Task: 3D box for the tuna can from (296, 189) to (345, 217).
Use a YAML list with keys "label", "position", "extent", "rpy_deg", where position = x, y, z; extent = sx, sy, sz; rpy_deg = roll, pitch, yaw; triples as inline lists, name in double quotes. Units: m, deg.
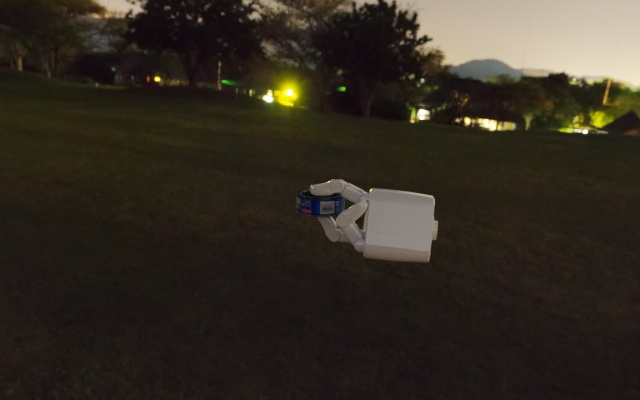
- label: "tuna can"
  position: [0.000, 0.002, 0.834]
  extent: [0.086, 0.034, 0.086]
  rpy_deg: [1, 13, 0]
